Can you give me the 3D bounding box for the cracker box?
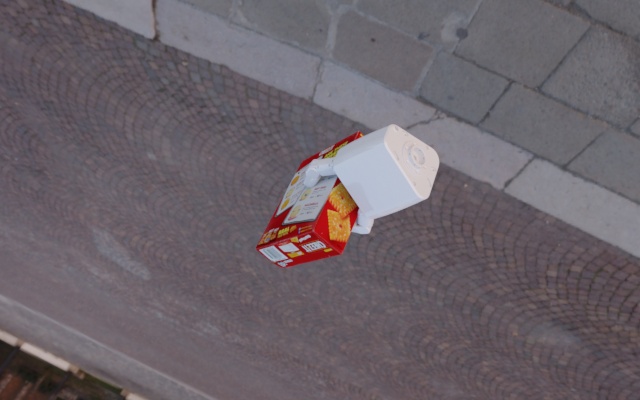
[{"bbox_3d":[0.000,0.003,0.808,0.072,0.213,0.164,42,-37,-22],"label":"cracker box"}]
